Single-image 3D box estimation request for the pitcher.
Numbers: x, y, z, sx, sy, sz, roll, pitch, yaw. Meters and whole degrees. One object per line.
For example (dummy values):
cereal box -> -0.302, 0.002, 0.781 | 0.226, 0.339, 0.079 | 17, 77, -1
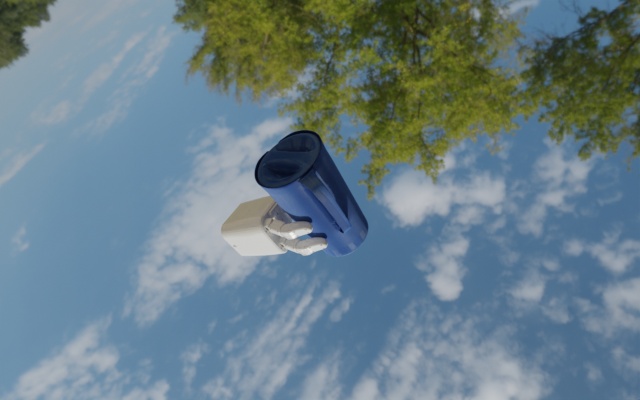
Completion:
pitcher -> 0.000, 0.003, 0.877 | 0.145, 0.149, 0.243 | -11, -44, 28
